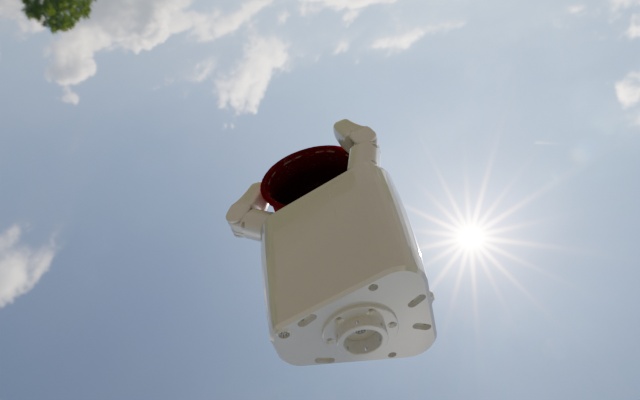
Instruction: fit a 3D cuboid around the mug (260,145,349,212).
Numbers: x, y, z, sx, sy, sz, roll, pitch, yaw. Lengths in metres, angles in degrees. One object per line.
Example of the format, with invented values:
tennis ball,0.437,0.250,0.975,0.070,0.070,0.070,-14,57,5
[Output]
mug,0.000,0.001,0.447,0.093,0.082,0.117,-14,37,3
